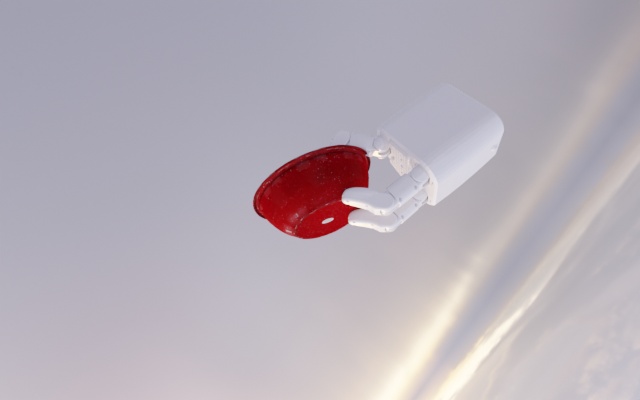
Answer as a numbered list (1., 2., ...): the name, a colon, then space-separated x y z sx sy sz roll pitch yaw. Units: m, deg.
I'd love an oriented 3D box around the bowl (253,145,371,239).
1. bowl: -0.001 0.003 0.597 0.162 0.055 0.162 -20 -25 -10
